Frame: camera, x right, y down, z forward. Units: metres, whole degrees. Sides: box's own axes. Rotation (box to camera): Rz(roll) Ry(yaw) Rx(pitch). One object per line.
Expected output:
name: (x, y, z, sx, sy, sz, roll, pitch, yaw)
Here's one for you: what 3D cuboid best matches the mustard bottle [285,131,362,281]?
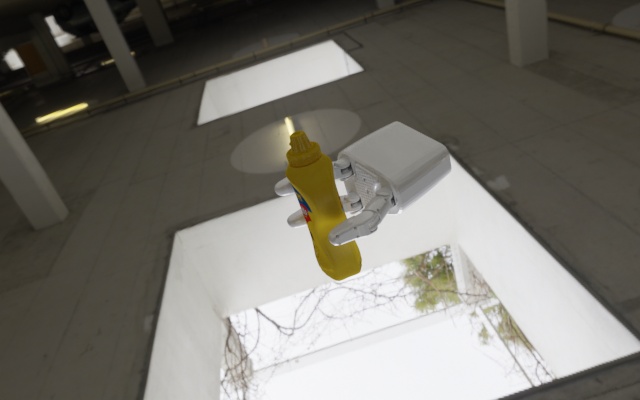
mustard bottle: (0.000, 0.002, 0.596, 0.058, 0.192, 0.096, -21, 29, -4)
